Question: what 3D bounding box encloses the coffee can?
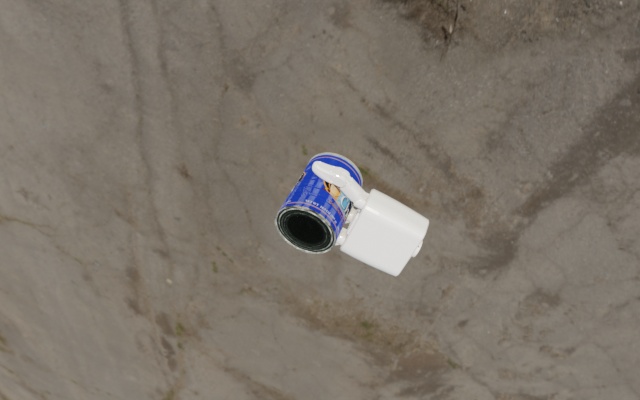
[{"bbox_3d":[0.000,0.002,0.786,0.103,0.103,0.140,0,41,28],"label":"coffee can"}]
